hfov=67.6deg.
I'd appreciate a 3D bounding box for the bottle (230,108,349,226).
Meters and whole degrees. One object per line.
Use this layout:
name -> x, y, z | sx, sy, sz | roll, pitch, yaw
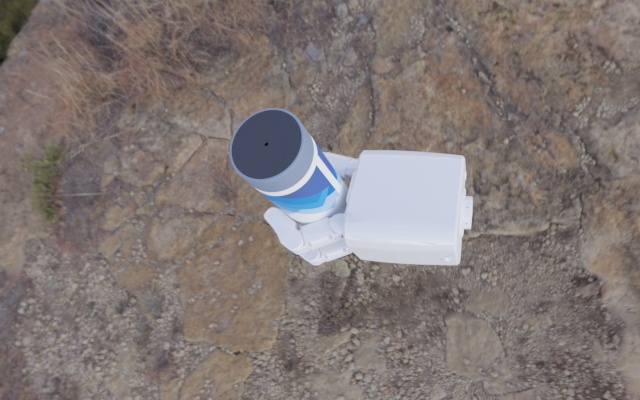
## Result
bottle -> 0.000, 0.002, 0.518 | 0.069, 0.069, 0.296 | 0, -19, 19
